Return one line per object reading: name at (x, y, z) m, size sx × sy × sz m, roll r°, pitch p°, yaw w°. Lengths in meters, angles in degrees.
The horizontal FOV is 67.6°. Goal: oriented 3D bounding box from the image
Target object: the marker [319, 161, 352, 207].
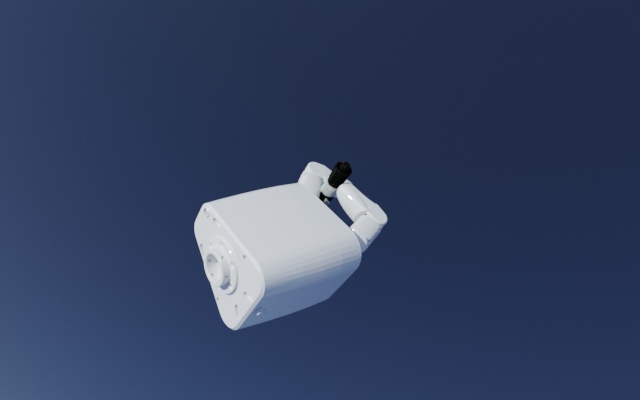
marker at (0.000, 0.002, 0.513) m, size 0.020 × 0.020 × 0.121 m, roll 0°, pitch -38°, yaw -33°
